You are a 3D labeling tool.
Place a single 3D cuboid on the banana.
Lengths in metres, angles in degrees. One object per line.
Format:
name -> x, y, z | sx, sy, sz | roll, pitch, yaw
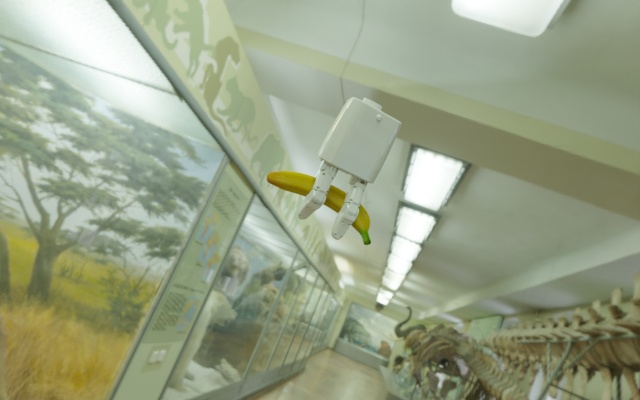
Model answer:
banana -> 0.008, -0.003, 0.783 | 0.198, 0.037, 0.069 | 31, 28, 0
